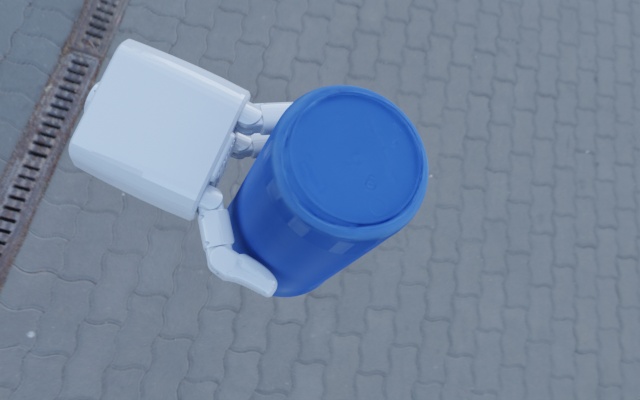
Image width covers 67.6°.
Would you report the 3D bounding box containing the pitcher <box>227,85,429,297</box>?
[{"bbox_3d":[0.000,0.001,0.413,0.145,0.149,0.243,26,-21,-8],"label":"pitcher"}]
